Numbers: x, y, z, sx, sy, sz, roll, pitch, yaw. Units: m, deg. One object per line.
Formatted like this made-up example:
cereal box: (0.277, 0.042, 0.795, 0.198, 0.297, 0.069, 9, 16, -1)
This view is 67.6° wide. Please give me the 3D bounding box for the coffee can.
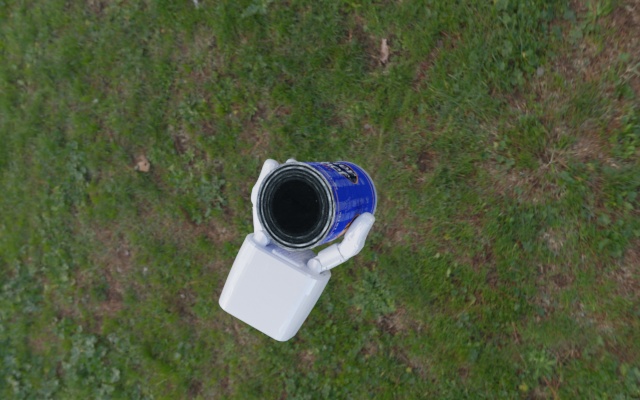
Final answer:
coffee can: (0.000, 0.002, 0.600, 0.103, 0.103, 0.140, 0, 4, 26)
